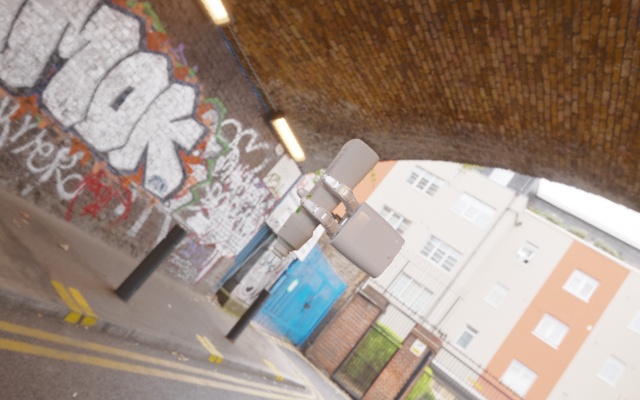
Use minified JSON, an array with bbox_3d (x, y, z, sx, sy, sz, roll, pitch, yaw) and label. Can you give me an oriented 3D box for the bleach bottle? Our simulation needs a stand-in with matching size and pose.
[{"bbox_3d":[0.000,0.003,0.868,0.068,0.251,0.102,41,-11,-5],"label":"bleach bottle"}]
